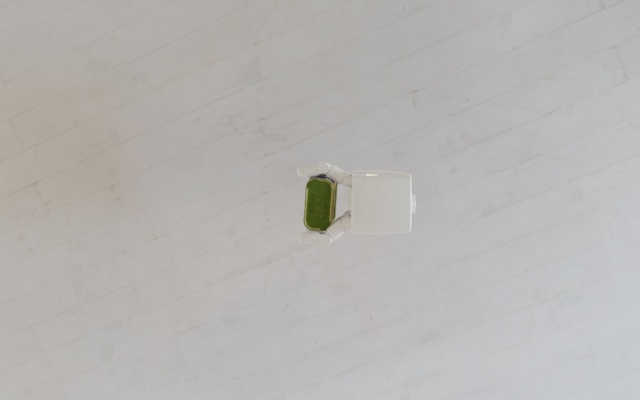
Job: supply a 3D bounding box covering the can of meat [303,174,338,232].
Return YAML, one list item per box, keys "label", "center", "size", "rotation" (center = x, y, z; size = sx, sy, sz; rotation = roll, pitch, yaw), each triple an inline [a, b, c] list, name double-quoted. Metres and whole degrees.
- label: "can of meat"
  center: [0.000, 0.003, 0.891]
  size: [0.057, 0.102, 0.084]
  rotation: [4, 8, 4]
